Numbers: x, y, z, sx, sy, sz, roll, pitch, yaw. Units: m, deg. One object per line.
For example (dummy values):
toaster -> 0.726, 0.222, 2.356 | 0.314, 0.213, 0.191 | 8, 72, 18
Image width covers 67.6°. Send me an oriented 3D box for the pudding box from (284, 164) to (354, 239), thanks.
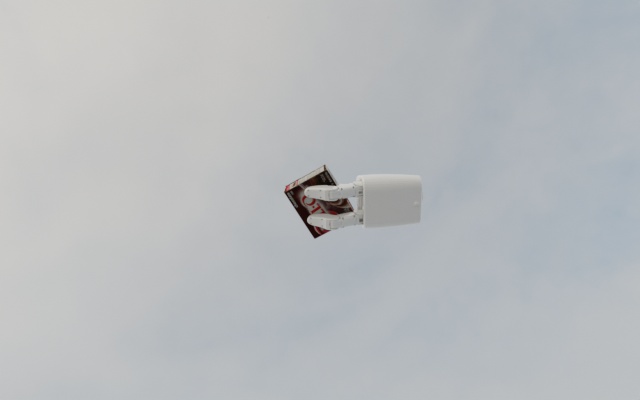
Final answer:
pudding box -> 0.000, 0.003, 0.877 | 0.090, 0.113, 0.039 | -29, 19, 11
